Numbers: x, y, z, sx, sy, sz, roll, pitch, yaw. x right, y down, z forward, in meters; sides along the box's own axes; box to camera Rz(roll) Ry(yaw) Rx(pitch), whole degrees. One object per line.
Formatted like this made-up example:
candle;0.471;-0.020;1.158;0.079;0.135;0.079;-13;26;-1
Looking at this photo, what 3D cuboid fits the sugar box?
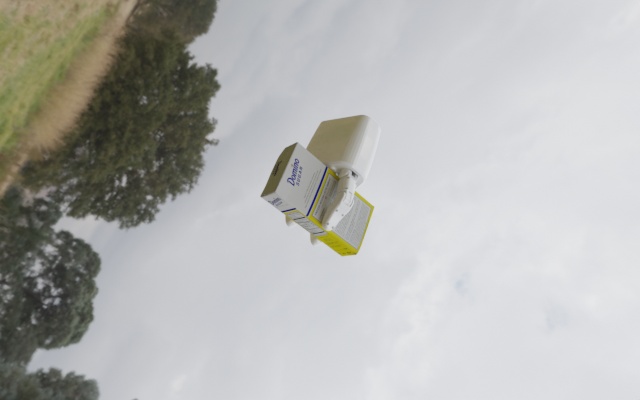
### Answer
sugar box;0.000;0.002;0.725;0.176;0.093;0.048;38;-32;-26
